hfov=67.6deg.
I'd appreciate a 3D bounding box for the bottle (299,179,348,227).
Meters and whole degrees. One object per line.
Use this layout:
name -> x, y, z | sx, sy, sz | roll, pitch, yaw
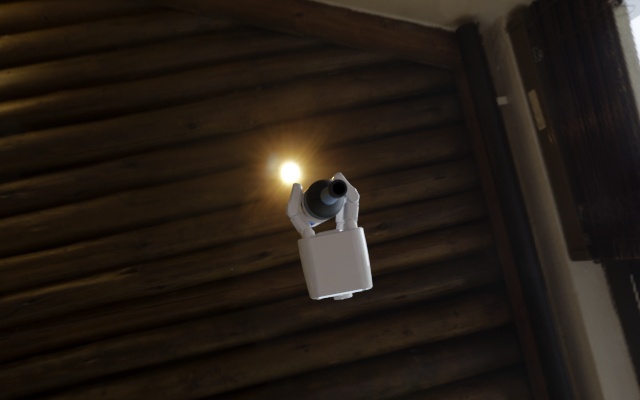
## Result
bottle -> 0.000, 0.003, 0.839 | 0.069, 0.069, 0.296 | 0, -8, -10
